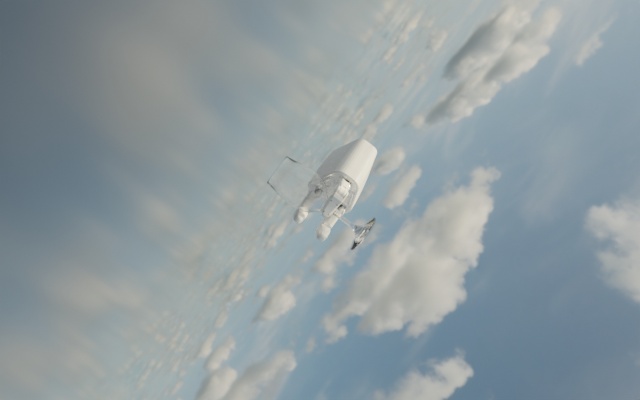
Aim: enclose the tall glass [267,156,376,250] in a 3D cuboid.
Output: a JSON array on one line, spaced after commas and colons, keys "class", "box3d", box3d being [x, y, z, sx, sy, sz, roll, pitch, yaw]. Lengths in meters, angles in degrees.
[{"class": "tall glass", "box3d": [0.001, 0.003, 0.877, 0.201, 0.079, 0.079, 37, -4, -6]}]
